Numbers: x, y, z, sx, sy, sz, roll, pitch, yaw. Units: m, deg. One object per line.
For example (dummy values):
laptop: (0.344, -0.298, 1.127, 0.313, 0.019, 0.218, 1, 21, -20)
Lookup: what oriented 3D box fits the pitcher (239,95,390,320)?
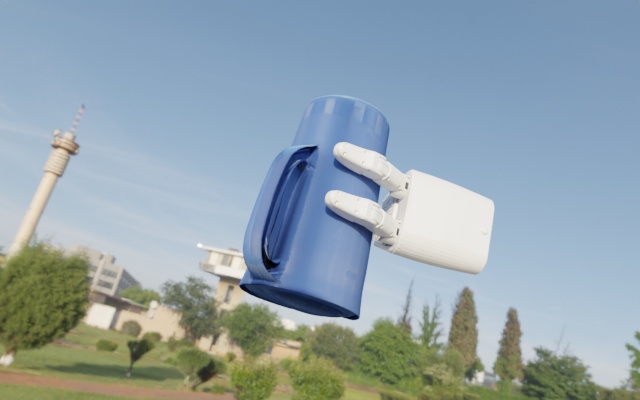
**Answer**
pitcher: (0.000, 0.002, 0.539, 0.145, 0.242, 0.149, 18, -20, -9)
